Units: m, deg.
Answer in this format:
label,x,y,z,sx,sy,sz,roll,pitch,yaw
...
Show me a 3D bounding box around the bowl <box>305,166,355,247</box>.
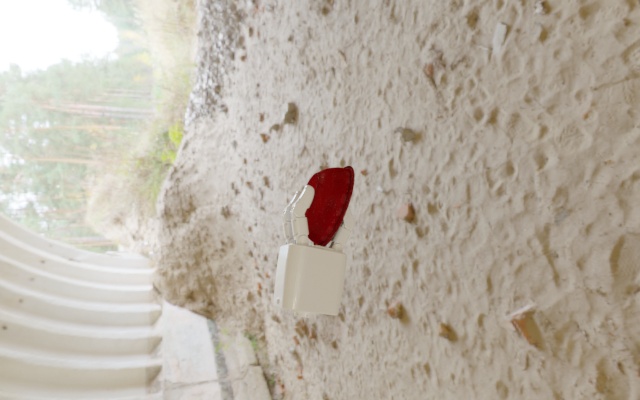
label,x,y,z,sx,sy,sz,roll,pitch,yaw
bowl,0.000,0.001,0.855,0.055,0.162,0.162,22,-6,-14
